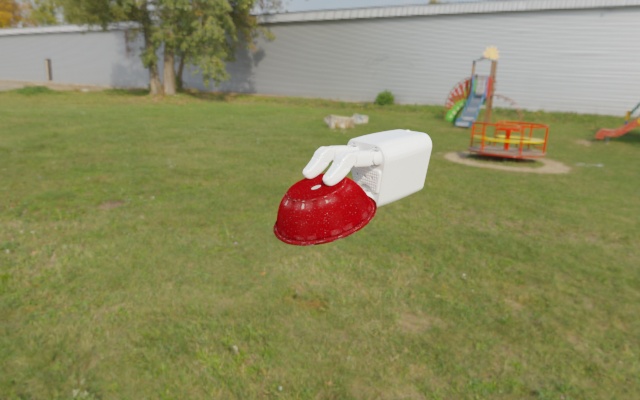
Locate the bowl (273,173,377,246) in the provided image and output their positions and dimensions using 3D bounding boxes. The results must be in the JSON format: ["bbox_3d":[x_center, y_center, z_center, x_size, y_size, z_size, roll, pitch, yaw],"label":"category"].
[{"bbox_3d":[-0.001,0.003,0.713,0.162,0.055,0.162,-13,25,6],"label":"bowl"}]
